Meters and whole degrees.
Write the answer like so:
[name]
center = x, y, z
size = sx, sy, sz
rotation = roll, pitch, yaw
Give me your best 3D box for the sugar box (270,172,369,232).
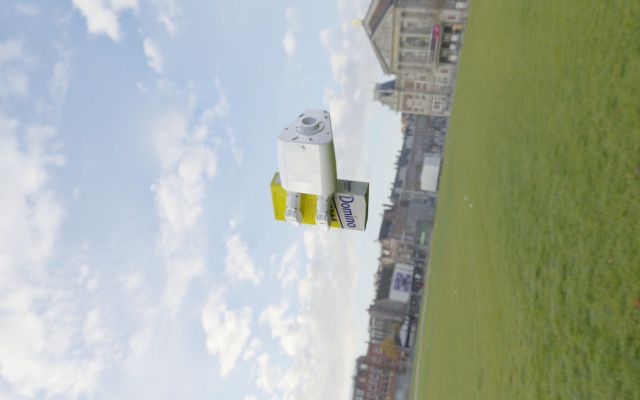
[sugar box]
center = 0.000, 0.003, 0.882
size = 0.176, 0.093, 0.048
rotation = 8, 44, 13
